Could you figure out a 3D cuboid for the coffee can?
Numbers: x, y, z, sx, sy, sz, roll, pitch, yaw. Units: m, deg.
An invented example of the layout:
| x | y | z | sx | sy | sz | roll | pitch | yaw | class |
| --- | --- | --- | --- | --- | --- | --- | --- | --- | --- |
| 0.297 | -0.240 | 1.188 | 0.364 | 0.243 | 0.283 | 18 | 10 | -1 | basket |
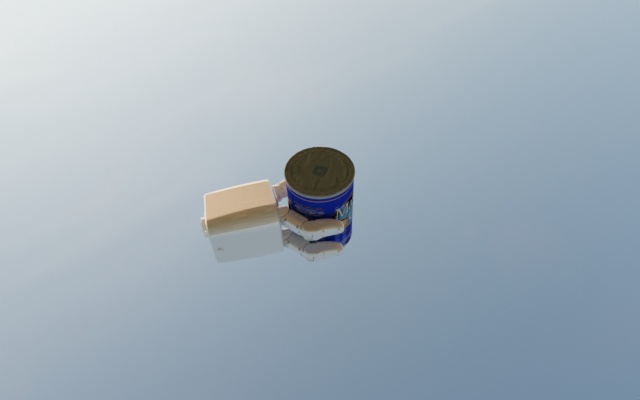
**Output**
| x | y | z | sx | sy | sz | roll | pitch | yaw | class |
| --- | --- | --- | --- | --- | --- | --- | --- | --- | --- |
| 0.000 | 0.002 | 0.738 | 0.103 | 0.102 | 0.140 | 0 | -42 | 2 | coffee can |
